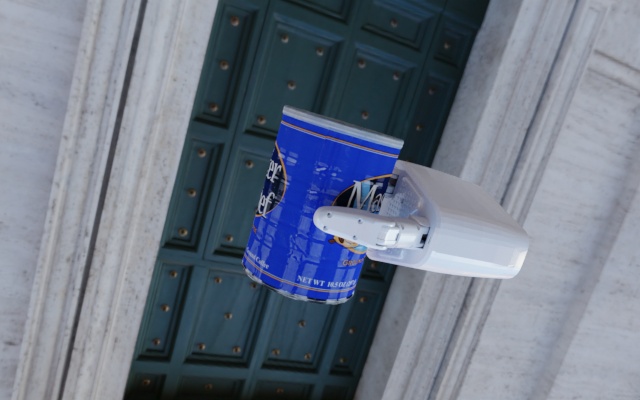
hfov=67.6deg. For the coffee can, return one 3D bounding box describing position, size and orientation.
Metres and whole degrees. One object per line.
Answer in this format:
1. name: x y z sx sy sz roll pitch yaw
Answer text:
1. coffee can: 0.000 0.001 0.407 0.103 0.140 0.103 16 11 -3
